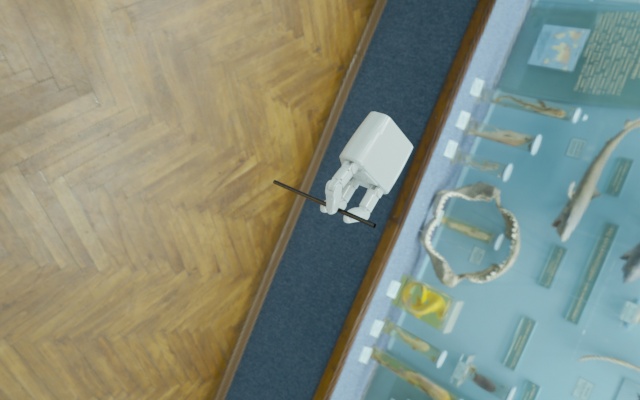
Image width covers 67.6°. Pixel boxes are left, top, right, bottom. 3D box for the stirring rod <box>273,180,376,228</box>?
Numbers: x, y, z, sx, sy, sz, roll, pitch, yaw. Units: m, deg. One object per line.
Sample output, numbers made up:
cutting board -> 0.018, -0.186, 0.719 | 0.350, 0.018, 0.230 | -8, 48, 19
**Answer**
stirring rod -> 0.000, 0.003, 0.861 | 0.239, 0.011, 0.011 | 24, 14, 35
